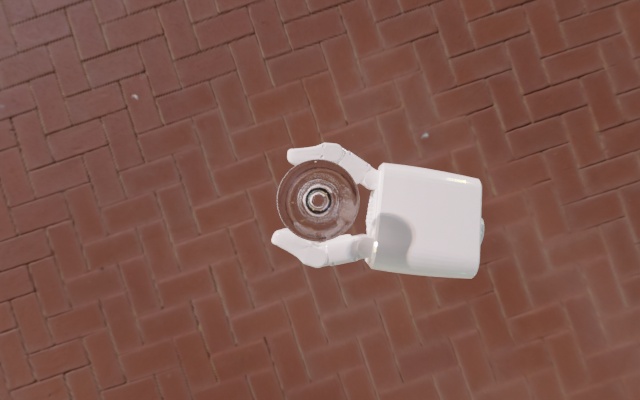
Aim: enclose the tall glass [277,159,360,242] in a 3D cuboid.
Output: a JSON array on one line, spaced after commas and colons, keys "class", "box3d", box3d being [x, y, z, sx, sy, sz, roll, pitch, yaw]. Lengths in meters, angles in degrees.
[{"class": "tall glass", "box3d": [0.000, 0.002, 0.524, 0.079, 0.079, 0.201, 0, -1, 1]}]
